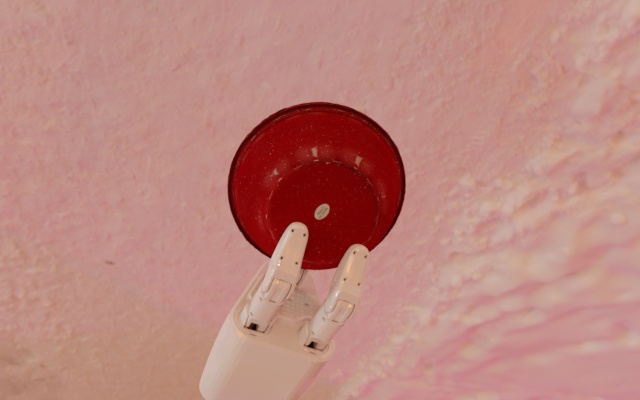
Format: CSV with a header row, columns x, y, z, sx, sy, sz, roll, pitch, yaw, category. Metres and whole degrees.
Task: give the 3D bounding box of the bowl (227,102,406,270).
x,y,z,sx,sy,sz,roll,pitch,yaw,category
0.000,0.000,0.407,0.162,0.162,0.055,0,22,-6,bowl
